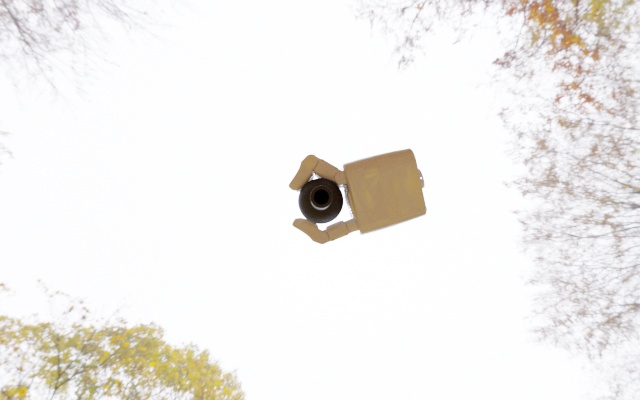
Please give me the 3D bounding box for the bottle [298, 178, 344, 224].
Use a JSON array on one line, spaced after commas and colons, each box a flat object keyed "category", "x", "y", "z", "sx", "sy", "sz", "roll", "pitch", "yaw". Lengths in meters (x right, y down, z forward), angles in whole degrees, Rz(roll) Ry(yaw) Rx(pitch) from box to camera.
[{"category": "bottle", "x": 0.000, "y": 0.002, "z": 0.724, "sx": 0.069, "sy": 0.069, "sz": 0.296, "roll": 0, "pitch": -3, "yaw": 0}]
